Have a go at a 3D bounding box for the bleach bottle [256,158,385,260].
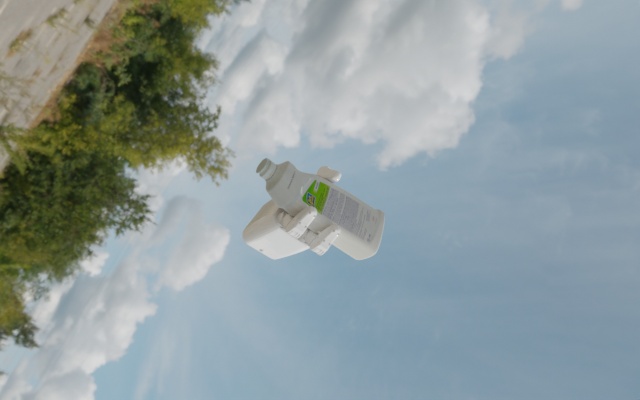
[{"bbox_3d":[0.000,0.003,0.815,0.251,0.102,0.068,35,-39,-27],"label":"bleach bottle"}]
